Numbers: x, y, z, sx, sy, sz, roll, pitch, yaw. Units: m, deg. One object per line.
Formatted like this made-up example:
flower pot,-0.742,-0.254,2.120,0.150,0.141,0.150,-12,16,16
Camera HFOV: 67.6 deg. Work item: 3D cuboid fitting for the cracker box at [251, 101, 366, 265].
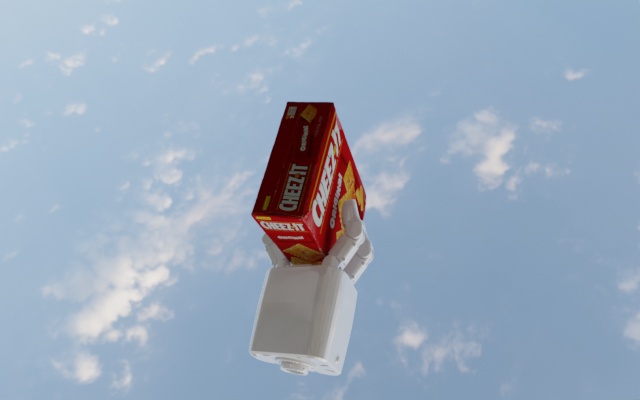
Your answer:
cracker box,0.000,0.002,0.627,0.072,0.164,0.214,3,-30,19
